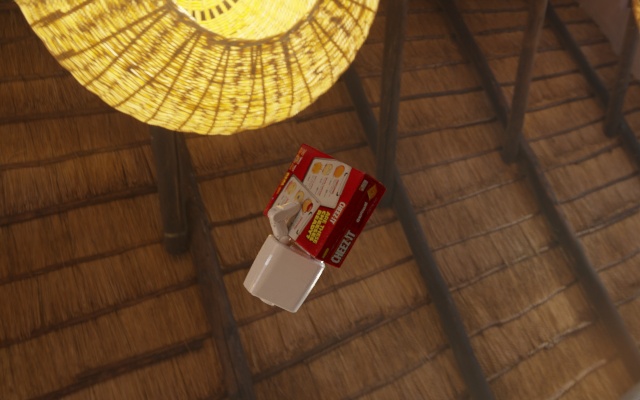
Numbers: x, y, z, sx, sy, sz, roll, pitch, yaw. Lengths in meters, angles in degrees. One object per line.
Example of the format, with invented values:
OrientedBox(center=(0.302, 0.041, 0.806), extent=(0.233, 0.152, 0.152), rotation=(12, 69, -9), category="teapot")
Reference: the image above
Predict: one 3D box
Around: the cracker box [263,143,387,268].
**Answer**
OrientedBox(center=(0.000, 0.003, 0.877), extent=(0.072, 0.164, 0.213), rotation=(29, 3, -37), category="cracker box")
